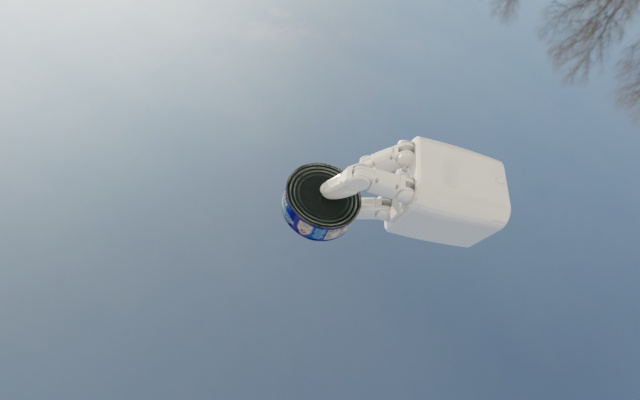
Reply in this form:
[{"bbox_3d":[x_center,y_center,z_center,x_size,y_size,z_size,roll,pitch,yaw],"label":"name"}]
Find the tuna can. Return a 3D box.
[{"bbox_3d":[0.000,0.002,0.533,0.086,0.086,0.034,0,-33,-19],"label":"tuna can"}]
